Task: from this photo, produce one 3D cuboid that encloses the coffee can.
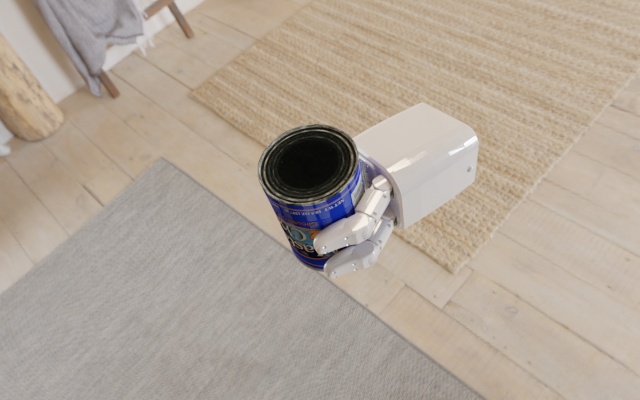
[{"bbox_3d":[0.000,0.002,0.524,0.103,0.102,0.140,0,-35,13],"label":"coffee can"}]
